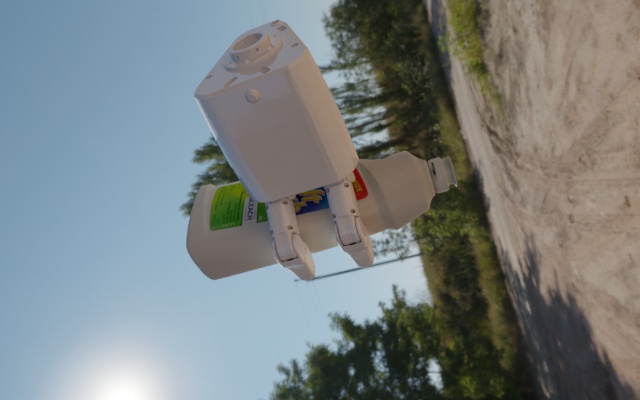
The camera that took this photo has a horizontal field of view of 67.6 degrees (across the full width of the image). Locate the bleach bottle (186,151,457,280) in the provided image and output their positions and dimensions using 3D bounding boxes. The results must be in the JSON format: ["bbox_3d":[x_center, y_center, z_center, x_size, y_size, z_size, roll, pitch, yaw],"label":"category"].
[{"bbox_3d":[0.000,0.002,0.458,0.251,0.068,0.102,-16,40,13],"label":"bleach bottle"}]
